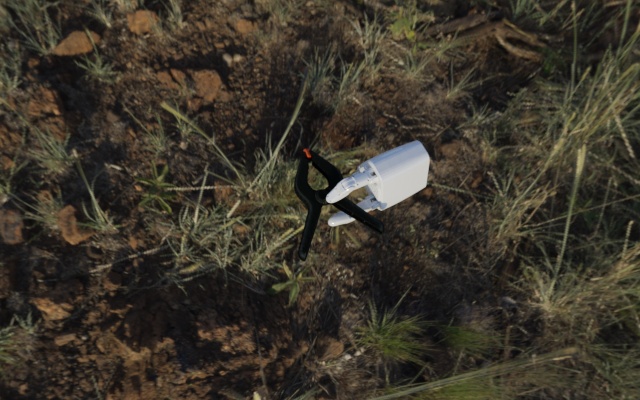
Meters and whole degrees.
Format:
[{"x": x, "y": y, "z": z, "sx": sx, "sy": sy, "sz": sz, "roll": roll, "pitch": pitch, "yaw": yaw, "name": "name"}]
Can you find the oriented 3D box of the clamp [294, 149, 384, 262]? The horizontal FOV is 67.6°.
[{"x": 0.000, "y": 0.002, "z": 0.884, "sx": 0.164, "sy": 0.210, "sz": 0.036, "roll": -25, "pitch": -17, "yaw": -13, "name": "clamp"}]
